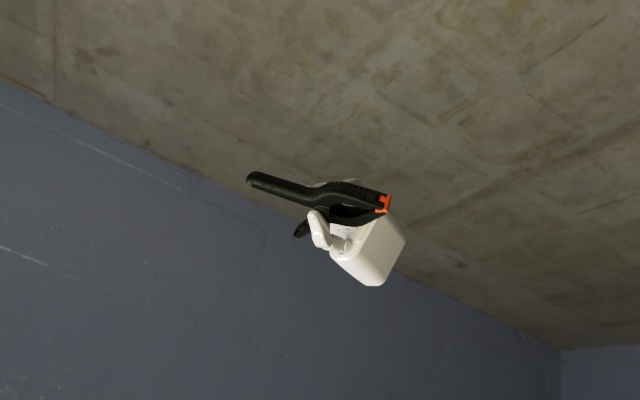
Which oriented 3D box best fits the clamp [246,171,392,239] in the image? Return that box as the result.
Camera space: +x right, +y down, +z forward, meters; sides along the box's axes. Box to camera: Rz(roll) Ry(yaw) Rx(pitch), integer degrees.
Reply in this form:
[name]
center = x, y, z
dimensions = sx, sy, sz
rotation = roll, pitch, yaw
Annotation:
[clamp]
center = 0.000, 0.003, 0.710
dimensions = 0.210, 0.036, 0.165
rotation = -7, -39, 36
